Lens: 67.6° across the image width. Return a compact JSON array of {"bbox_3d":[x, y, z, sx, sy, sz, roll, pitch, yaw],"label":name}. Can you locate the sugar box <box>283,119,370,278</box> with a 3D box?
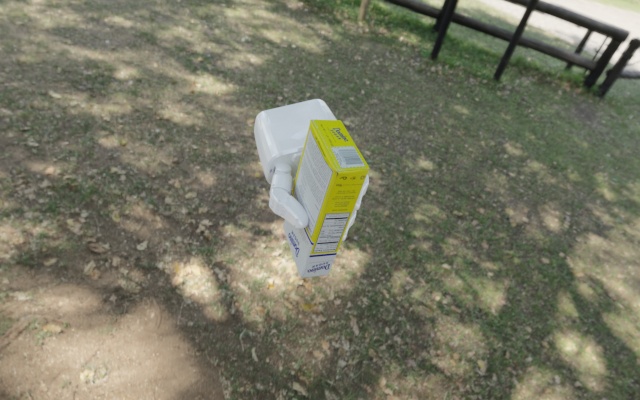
[{"bbox_3d":[0.001,0.002,0.574,0.048,0.176,0.093,-4,45,-21],"label":"sugar box"}]
